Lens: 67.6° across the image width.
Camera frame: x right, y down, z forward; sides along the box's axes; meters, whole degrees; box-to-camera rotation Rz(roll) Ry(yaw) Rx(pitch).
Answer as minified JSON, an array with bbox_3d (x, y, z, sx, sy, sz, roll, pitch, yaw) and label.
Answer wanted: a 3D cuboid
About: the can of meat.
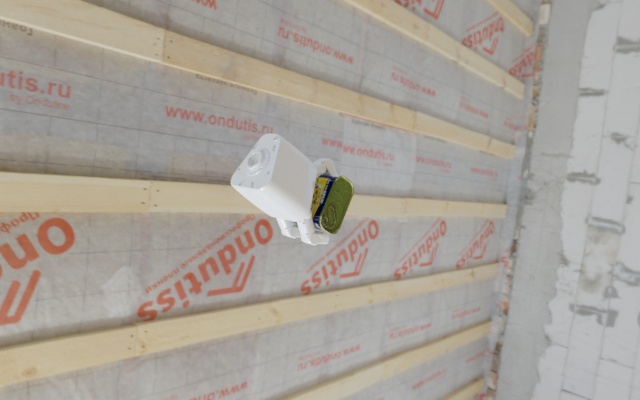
[{"bbox_3d":[0.000,0.003,0.857,0.084,0.102,0.057,10,-18,41],"label":"can of meat"}]
